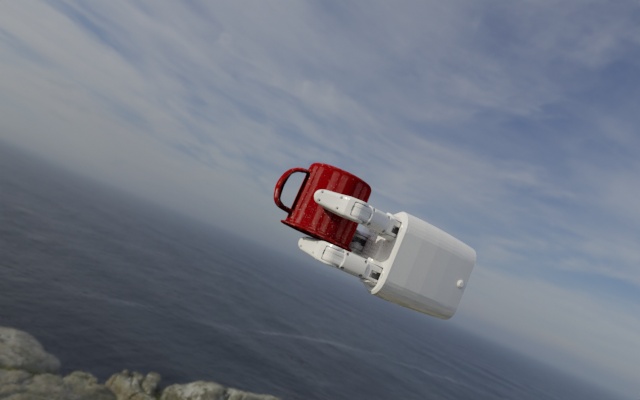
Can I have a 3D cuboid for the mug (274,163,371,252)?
[{"bbox_3d":[-0.001,0.001,0.568,0.117,0.081,0.093,26,-7,-20],"label":"mug"}]
